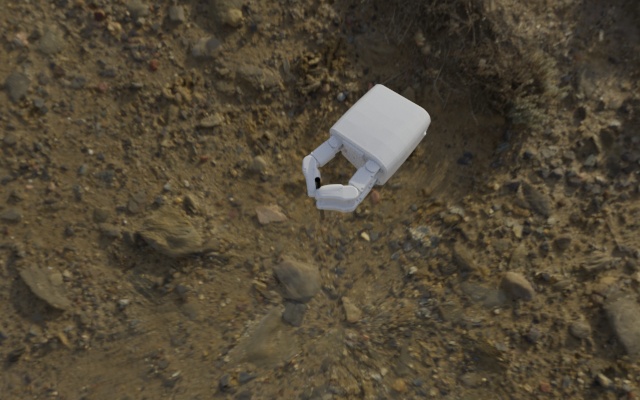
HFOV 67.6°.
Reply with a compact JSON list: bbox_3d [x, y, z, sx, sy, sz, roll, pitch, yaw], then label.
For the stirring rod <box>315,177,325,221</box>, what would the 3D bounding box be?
[{"bbox_3d":[0.000,0.002,0.753,0.011,0.011,0.239,0,-15,2],"label":"stirring rod"}]
